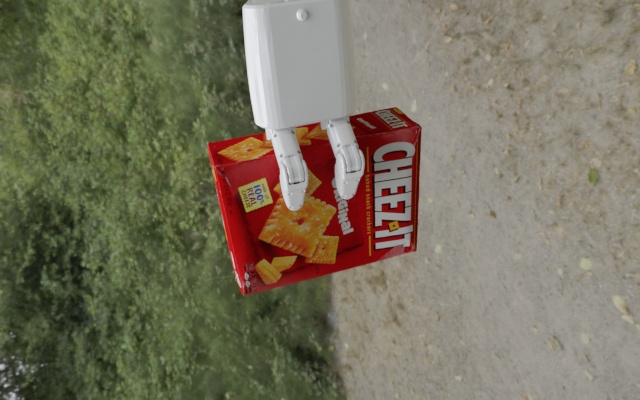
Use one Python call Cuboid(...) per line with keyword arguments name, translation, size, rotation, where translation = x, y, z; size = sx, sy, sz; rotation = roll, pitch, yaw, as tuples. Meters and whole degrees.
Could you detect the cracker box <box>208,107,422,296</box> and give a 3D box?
Cuboid(name="cracker box", translation=(0.000, 0.002, 0.524), size=(0.213, 0.164, 0.072), rotation=(-12, 32, -12))
